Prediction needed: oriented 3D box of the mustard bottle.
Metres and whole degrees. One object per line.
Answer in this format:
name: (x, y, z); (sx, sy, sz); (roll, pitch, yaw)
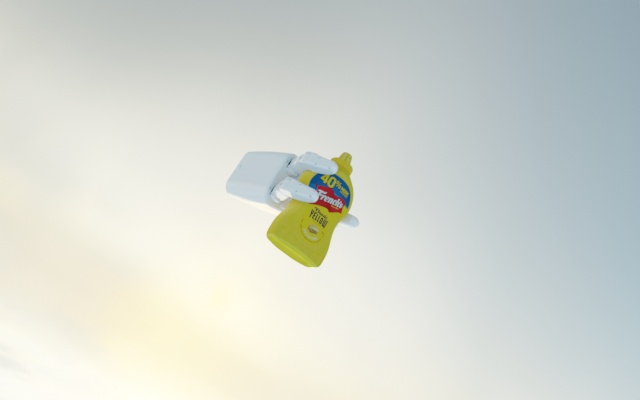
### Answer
mustard bottle: (0.000, 0.003, 0.748); (0.096, 0.191, 0.058); (39, -24, -21)
